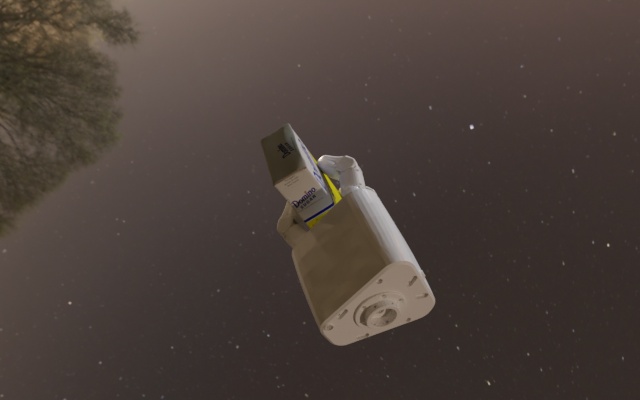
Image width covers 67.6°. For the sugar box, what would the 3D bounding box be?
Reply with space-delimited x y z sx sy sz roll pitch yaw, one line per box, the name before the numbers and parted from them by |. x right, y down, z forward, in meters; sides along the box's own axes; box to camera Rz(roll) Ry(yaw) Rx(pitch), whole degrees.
sugar box | 0.001 0.002 0.559 0.048 0.176 0.093 -30 40 6
